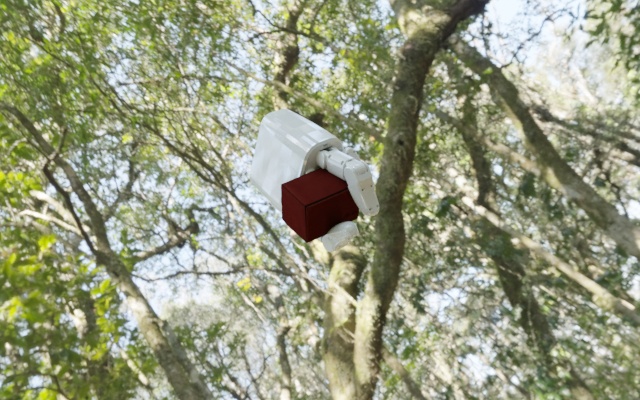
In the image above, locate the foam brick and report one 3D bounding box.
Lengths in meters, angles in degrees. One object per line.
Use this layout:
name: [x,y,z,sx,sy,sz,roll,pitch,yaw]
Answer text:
foam brick: [0.000,0.002,0.540,0.078,0.053,0.051,-24,44,-30]
